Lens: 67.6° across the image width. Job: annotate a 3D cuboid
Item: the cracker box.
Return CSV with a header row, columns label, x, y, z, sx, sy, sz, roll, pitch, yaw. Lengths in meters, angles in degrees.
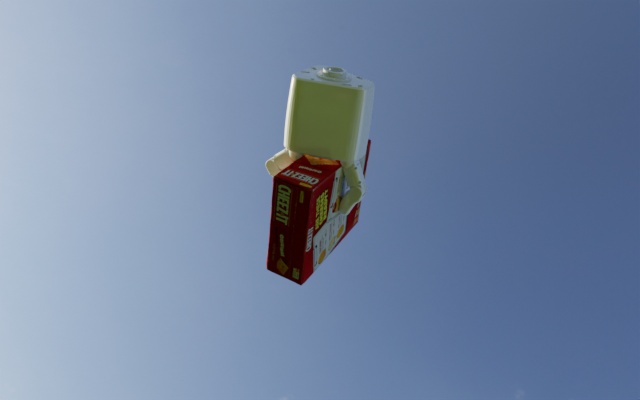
label,x,y,z,sx,sy,sz,roll,pitch,yaw
cracker box,0.000,0.002,0.748,0.072,0.164,0.213,19,32,20
